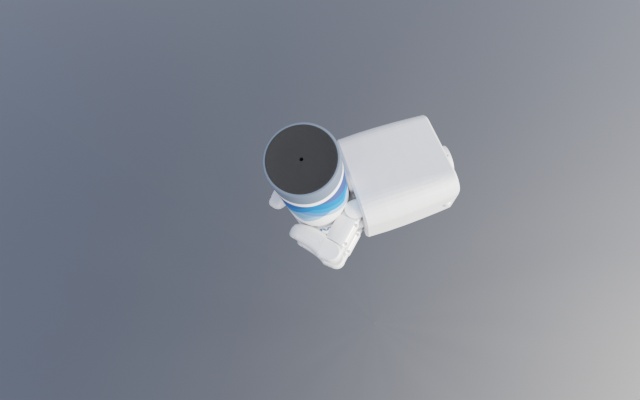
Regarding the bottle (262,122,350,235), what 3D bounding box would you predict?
[{"bbox_3d":[0.000,0.002,0.538,0.069,0.069,0.296,0,-14,7],"label":"bottle"}]
